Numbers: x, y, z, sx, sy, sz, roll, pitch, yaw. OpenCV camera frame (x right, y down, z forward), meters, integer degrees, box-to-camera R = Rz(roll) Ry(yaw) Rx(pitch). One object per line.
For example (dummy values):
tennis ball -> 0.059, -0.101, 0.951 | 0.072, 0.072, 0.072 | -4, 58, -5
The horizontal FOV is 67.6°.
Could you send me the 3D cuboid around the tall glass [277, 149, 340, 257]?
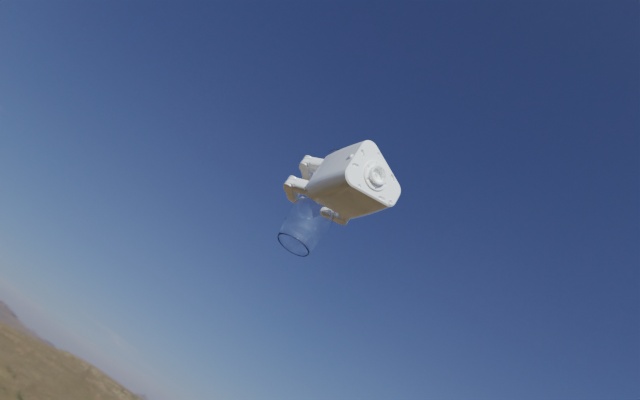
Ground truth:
tall glass -> 0.000, 0.002, 0.854 | 0.079, 0.201, 0.079 | 24, -30, 15
